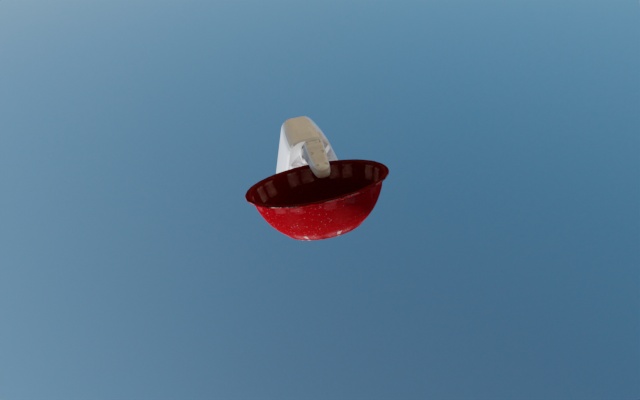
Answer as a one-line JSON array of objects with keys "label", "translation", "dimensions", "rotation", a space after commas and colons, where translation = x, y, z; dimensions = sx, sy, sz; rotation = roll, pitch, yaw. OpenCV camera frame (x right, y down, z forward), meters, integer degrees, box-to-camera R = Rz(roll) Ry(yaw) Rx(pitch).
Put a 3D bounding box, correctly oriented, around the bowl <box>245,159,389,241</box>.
[{"label": "bowl", "translation": [0.000, 0.003, 0.538], "dimensions": [0.162, 0.055, 0.162], "rotation": [-10, 17, 3]}]
